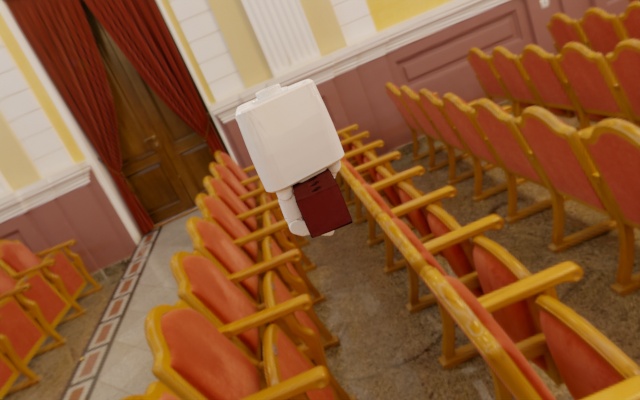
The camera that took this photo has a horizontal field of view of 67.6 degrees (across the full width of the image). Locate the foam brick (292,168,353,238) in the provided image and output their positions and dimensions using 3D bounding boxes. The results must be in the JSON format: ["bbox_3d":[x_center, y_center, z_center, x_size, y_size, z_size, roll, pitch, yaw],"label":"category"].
[{"bbox_3d":[0.000,0.002,0.578,0.053,0.051,0.078,-22,19,-1],"label":"foam brick"}]
